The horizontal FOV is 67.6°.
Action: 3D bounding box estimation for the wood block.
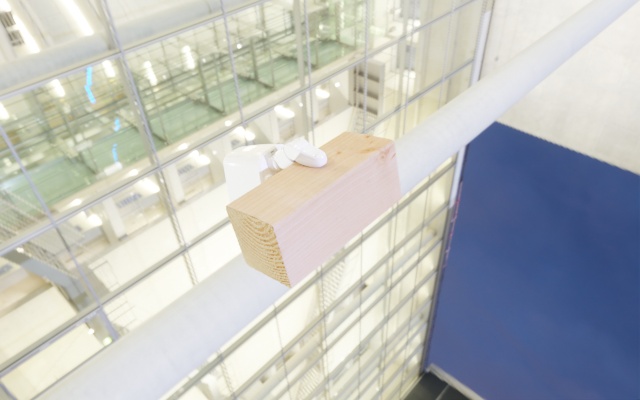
[{"bbox_3d":[0.000,0.002,0.591,0.090,0.091,0.206,19,44,43],"label":"wood block"}]
